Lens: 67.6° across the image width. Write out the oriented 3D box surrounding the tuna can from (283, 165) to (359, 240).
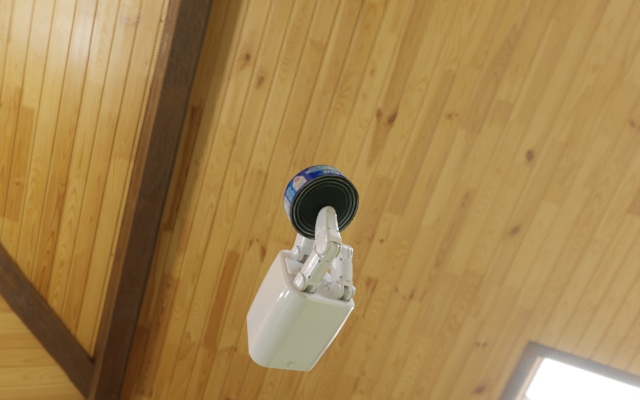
[{"bbox_3d":[0.000,0.002,0.564,0.086,0.086,0.033,0,28,-24],"label":"tuna can"}]
